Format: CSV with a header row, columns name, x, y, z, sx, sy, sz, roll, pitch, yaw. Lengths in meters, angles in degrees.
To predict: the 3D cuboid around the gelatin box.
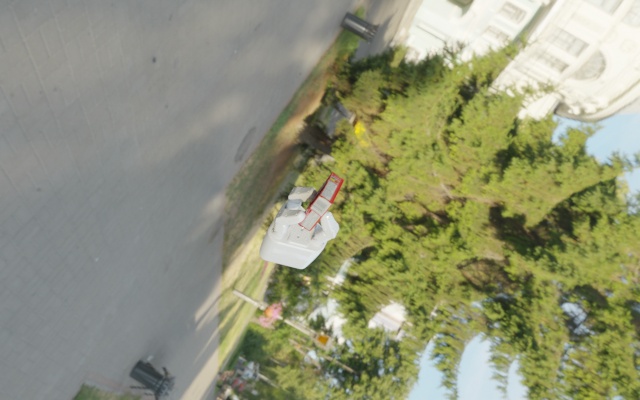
name,x,y,z,sx,sy,sz,roll,pitch,yaw
gelatin box,0.001,0.003,0.849,0.030,0.073,0.089,34,-47,-4
